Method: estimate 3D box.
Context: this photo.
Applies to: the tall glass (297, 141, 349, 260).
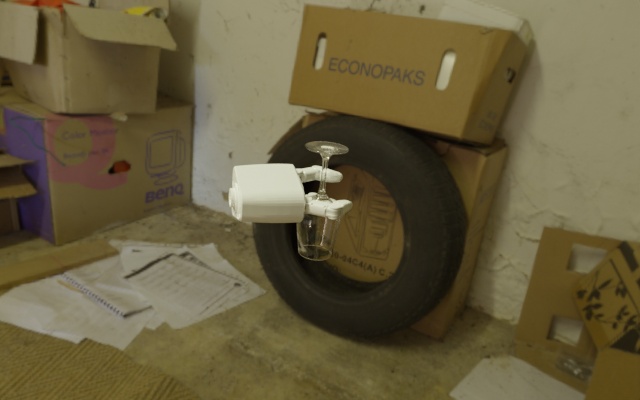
[{"bbox_3d":[0.000,0.002,0.839,0.079,0.201,0.079,5,21,-2],"label":"tall glass"}]
